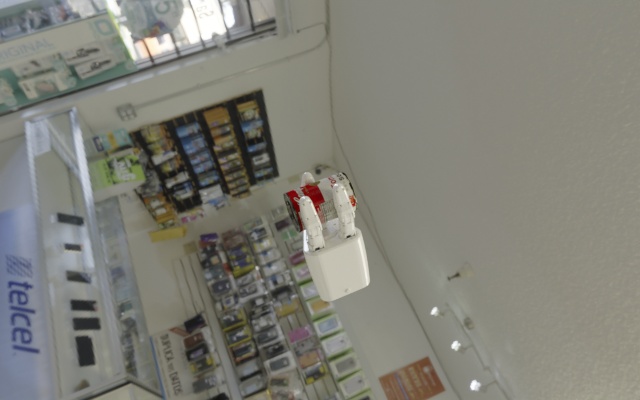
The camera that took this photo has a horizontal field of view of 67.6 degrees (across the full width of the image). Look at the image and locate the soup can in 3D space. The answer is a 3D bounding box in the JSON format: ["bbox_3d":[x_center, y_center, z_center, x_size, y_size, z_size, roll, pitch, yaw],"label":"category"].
[{"bbox_3d":[0.000,0.002,0.763,0.102,0.068,0.068,-21,4,-10],"label":"soup can"}]
